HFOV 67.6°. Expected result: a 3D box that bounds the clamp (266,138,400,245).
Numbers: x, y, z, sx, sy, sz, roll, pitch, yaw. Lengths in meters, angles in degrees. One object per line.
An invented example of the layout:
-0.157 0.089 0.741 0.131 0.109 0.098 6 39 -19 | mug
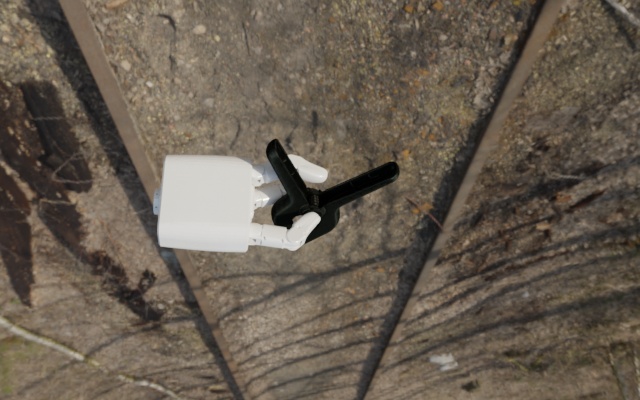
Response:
0.000 0.003 0.629 0.164 0.036 0.210 6 -36 -10 | clamp
